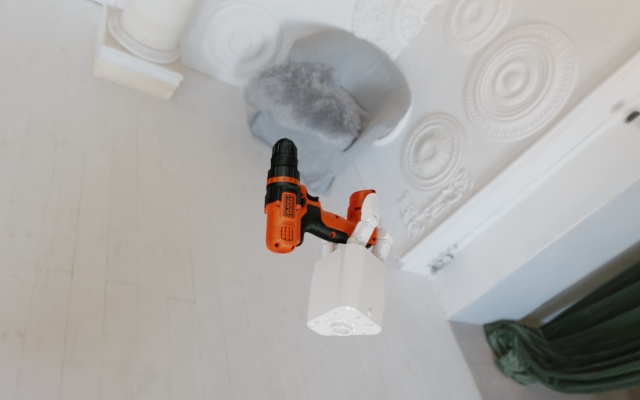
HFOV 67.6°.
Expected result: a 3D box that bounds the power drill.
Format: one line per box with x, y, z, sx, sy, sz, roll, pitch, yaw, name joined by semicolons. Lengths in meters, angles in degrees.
0.001;0.003;0.762;0.188;0.184;0.057;11;-20;-27;power drill
